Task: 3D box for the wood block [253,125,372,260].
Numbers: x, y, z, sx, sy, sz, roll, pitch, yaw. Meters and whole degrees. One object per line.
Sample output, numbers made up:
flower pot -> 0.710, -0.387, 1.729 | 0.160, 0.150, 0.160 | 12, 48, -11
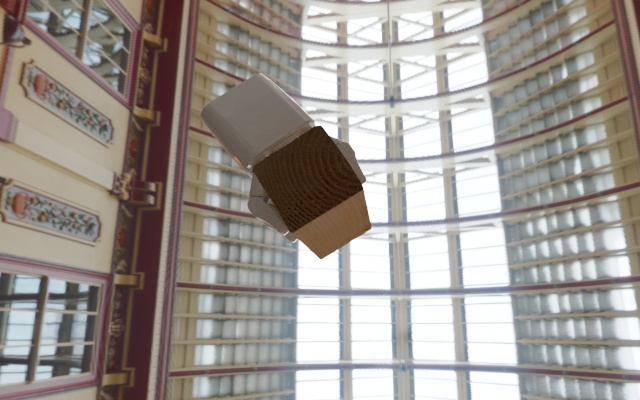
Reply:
wood block -> 0.000, 0.001, 0.595 | 0.091, 0.090, 0.206 | -33, -17, -1
